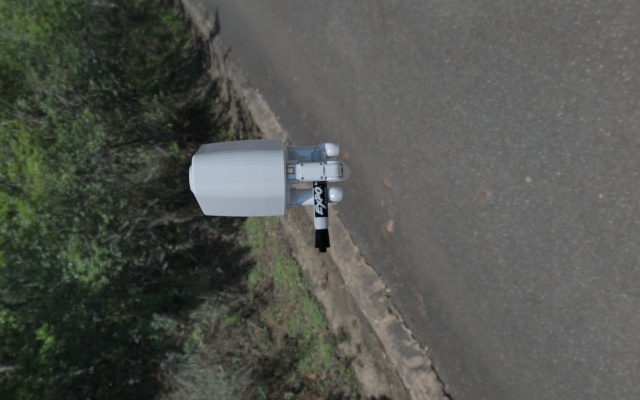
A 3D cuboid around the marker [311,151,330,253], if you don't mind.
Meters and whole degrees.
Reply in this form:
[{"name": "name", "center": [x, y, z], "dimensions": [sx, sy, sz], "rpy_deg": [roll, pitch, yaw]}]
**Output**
[{"name": "marker", "center": [0.000, 0.002, 0.575], "dimensions": [0.020, 0.121, 0.020], "rpy_deg": [-3, -2, 0]}]
